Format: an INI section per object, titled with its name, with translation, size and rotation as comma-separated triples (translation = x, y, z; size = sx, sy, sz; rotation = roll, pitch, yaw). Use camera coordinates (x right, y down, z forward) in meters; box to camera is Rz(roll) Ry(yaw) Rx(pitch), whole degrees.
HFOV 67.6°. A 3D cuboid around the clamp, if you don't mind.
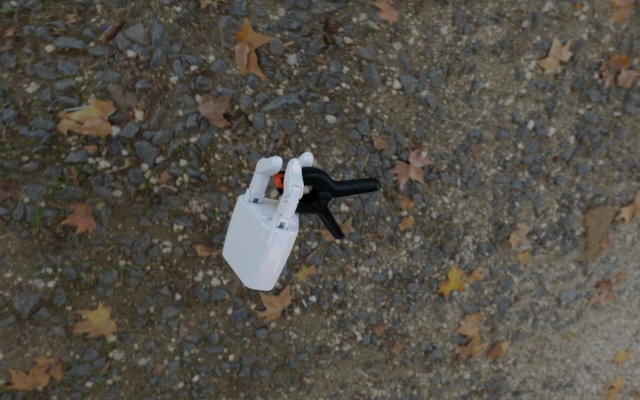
[clamp]
translation = 0.000, 0.003, 0.740
size = 0.171, 0.120, 0.039
rotation = 13, 23, -25
